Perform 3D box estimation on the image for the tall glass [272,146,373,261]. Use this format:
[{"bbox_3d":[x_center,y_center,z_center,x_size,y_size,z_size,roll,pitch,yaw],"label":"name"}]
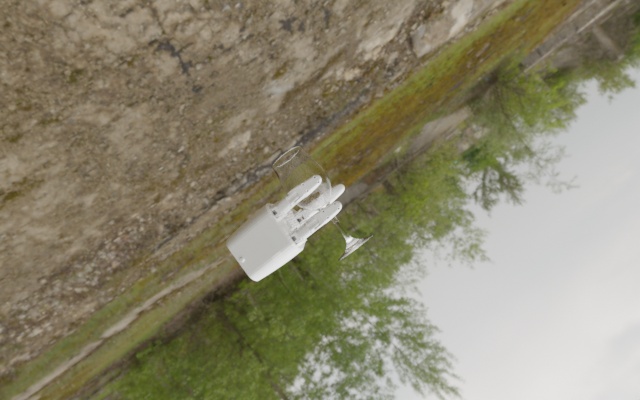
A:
[{"bbox_3d":[0.001,0.003,0.826,0.079,0.201,0.079,-37,-5,-4],"label":"tall glass"}]
